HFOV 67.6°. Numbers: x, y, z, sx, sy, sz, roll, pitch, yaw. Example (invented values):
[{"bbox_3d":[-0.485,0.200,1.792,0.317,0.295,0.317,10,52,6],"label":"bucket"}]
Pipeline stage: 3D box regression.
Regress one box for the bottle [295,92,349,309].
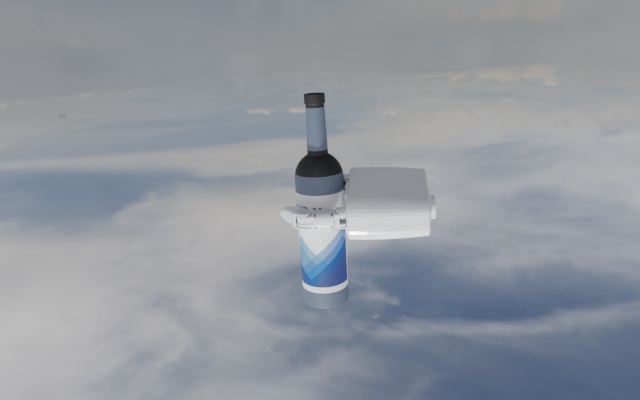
[{"bbox_3d":[0.000,0.002,0.660,0.069,0.296,0.069,-3,17,1],"label":"bottle"}]
